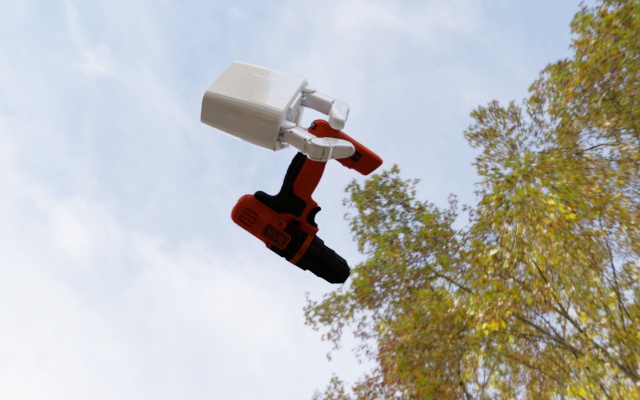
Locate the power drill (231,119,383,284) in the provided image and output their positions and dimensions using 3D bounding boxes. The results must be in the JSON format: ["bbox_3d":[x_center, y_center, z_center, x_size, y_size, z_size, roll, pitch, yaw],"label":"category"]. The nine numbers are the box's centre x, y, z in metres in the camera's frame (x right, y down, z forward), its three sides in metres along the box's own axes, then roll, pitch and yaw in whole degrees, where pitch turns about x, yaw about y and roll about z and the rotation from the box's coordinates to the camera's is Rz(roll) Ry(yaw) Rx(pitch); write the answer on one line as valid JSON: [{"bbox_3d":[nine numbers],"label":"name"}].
[{"bbox_3d":[0.000,0.002,0.636,0.184,0.188,0.057,34,9,-9],"label":"power drill"}]
